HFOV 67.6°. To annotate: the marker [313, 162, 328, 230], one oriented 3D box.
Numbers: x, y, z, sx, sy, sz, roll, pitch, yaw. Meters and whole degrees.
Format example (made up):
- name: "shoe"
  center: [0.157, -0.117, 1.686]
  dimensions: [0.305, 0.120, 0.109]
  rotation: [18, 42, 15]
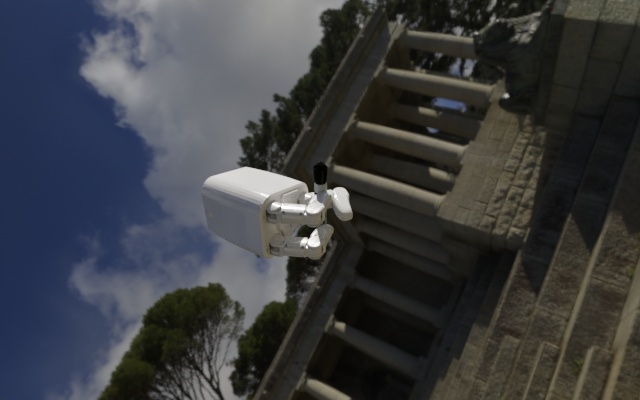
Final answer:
- name: "marker"
  center: [0.000, 0.002, 0.651]
  dimensions: [0.020, 0.121, 0.020]
  rotation: [0, 34, 0]
